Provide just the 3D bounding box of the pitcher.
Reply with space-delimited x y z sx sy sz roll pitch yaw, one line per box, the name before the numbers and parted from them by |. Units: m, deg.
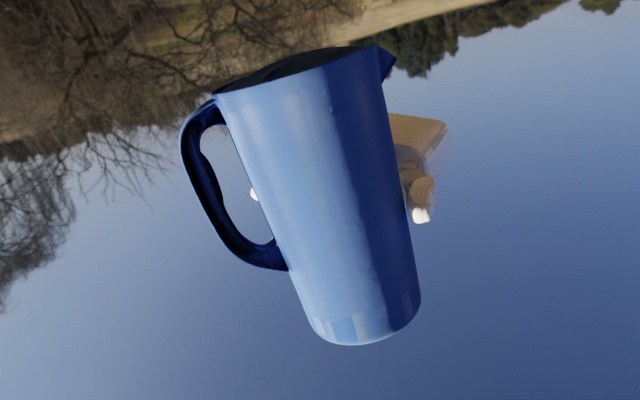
pitcher | 0.000 0.001 0.410 0.149 0.243 0.145 -5 23 31
